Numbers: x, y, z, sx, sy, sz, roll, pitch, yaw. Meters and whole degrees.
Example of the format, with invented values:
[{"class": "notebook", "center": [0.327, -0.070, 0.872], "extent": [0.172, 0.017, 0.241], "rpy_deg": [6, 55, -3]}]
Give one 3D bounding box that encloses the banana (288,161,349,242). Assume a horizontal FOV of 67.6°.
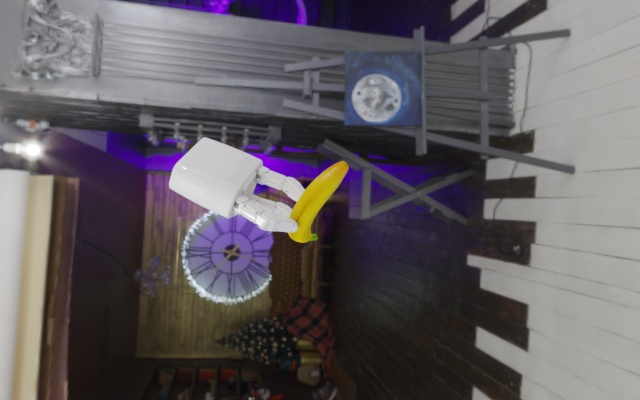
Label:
[{"class": "banana", "center": [-0.014, 0.012, 0.739], "extent": [0.069, 0.037, 0.198], "rpy_deg": [-31, -21, -35]}]
